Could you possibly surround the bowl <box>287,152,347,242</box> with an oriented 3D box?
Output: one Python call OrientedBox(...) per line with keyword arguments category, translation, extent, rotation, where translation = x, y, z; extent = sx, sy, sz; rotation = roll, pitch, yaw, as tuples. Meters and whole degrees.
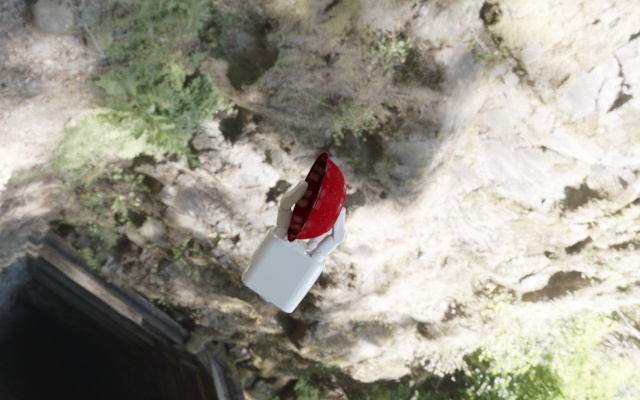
OrientedBox(category="bowl", translation=(0.001, 0.002, 0.801), extent=(0.055, 0.162, 0.162), rotation=(21, -5, -12))
